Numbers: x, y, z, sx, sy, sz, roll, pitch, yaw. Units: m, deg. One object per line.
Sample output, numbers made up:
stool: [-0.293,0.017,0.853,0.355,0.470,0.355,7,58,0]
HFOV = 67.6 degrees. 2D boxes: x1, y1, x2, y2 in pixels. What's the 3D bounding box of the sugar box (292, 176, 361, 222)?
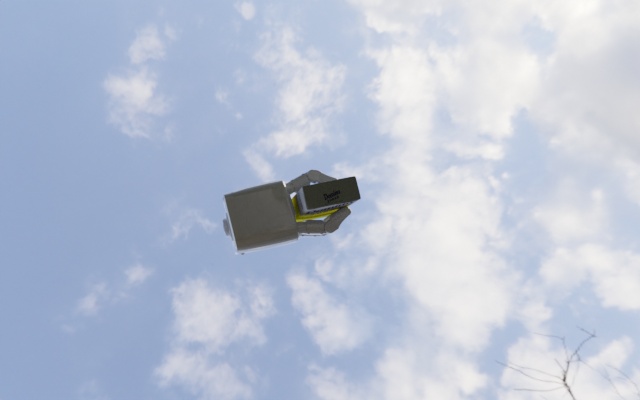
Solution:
sugar box: [0.000,0.003,0.835,0.093,0.048,0.176,-12,-5,-13]
